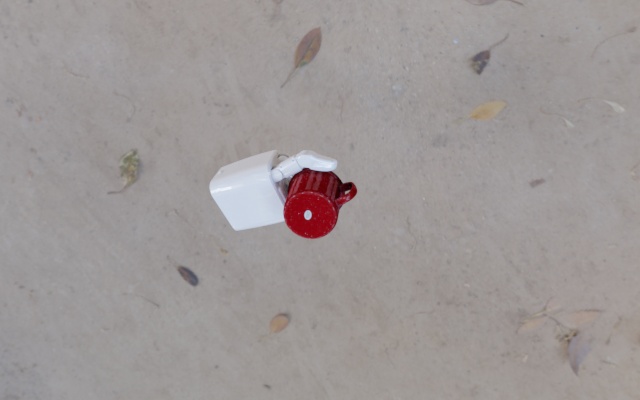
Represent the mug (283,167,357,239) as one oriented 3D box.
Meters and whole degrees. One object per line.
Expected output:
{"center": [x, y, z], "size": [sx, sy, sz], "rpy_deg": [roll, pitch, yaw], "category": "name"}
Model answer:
{"center": [0.001, 0.002, 0.724], "size": [0.117, 0.093, 0.081], "rpy_deg": [-16, 23, 14], "category": "mug"}
